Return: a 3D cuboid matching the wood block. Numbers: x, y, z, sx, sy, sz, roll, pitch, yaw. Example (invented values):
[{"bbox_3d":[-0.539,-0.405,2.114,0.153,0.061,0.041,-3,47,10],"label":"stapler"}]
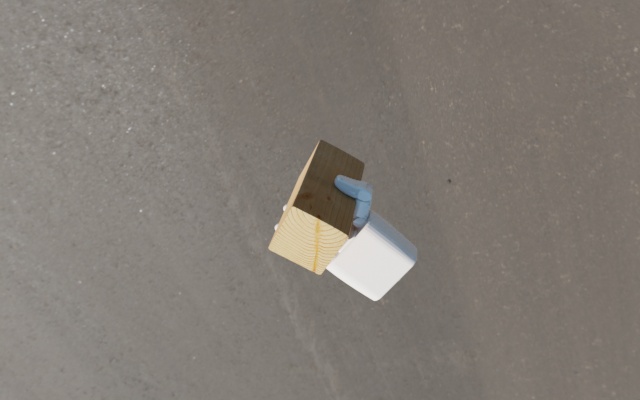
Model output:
[{"bbox_3d":[0.001,0.003,0.750,0.090,0.091,0.206,28,34,-7],"label":"wood block"}]
